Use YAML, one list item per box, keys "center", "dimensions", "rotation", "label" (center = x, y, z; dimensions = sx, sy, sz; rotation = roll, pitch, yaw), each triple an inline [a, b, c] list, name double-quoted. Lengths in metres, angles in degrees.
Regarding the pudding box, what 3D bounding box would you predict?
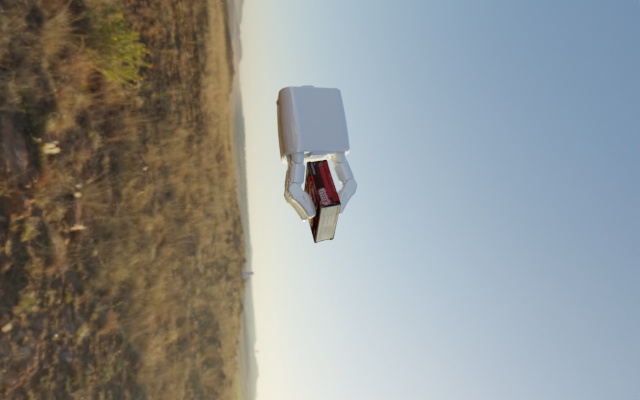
- center: [0.000, 0.002, 0.773]
  dimensions: [0.039, 0.090, 0.114]
  rotation: [-9, -33, -9]
  label: "pudding box"
